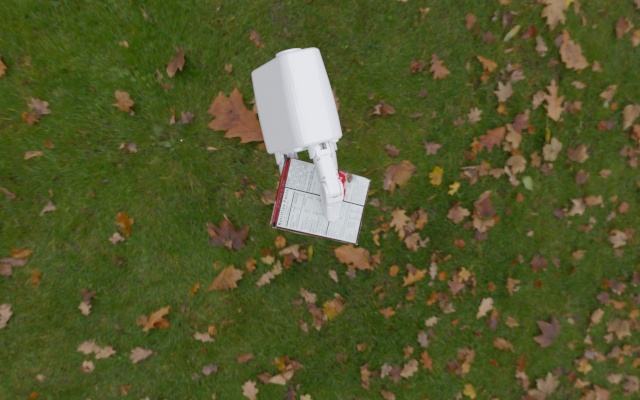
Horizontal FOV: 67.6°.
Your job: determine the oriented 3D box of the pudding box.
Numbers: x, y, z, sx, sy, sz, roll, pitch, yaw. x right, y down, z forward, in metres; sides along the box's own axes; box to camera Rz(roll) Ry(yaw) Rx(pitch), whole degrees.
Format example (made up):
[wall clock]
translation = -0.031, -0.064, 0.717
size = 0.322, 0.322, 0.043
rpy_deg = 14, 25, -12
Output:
[pudding box]
translation = 0.000, 0.002, 0.603
size = 0.113, 0.090, 0.039
rpy_deg = 14, -2, -15
